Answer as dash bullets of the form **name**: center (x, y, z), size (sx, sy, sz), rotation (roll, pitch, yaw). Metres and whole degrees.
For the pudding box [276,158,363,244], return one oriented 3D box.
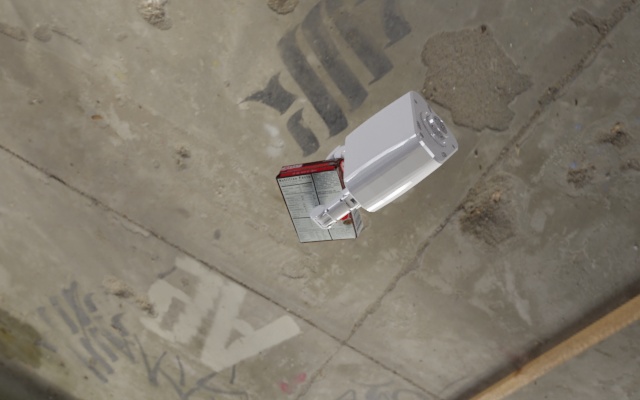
- **pudding box**: center (0.000, 0.002, 0.649), size (0.090, 0.113, 0.039), rotation (-6, 28, 22)
